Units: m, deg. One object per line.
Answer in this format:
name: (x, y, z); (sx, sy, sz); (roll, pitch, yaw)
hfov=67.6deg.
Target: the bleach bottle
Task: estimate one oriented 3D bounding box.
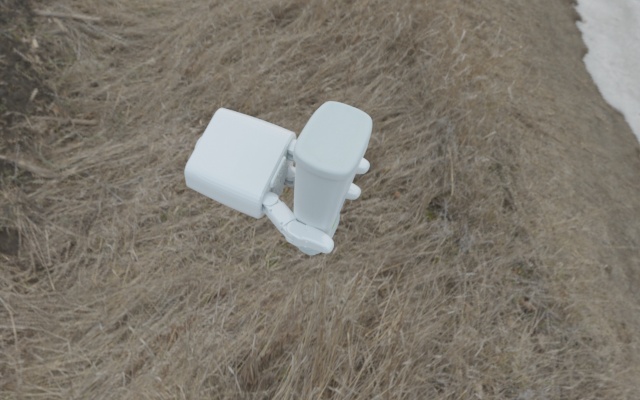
bleach bottle: (0.000, 0.002, 0.590); (0.068, 0.102, 0.251); (22, -35, 7)
